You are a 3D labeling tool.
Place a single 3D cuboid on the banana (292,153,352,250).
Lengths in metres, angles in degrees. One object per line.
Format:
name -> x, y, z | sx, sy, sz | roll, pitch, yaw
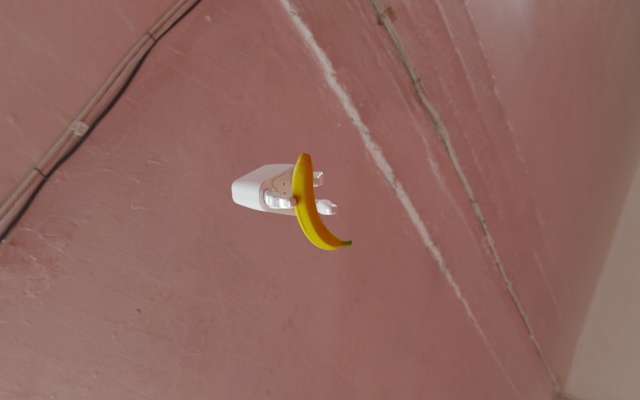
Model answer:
banana -> -0.012, 0.016, 0.828 | 0.069, 0.198, 0.037 | -38, 28, -27
